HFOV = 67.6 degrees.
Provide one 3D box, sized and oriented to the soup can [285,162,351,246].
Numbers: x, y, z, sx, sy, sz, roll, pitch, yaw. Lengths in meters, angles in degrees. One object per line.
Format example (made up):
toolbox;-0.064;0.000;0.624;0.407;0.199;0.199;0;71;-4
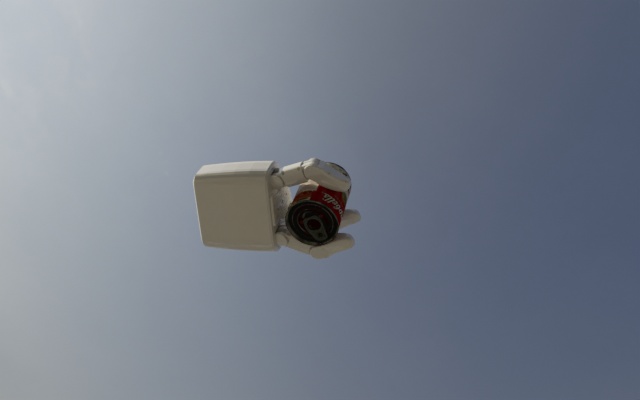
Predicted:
soup can;0.001;0.002;0.624;0.068;0.068;0.102;0;33;15
